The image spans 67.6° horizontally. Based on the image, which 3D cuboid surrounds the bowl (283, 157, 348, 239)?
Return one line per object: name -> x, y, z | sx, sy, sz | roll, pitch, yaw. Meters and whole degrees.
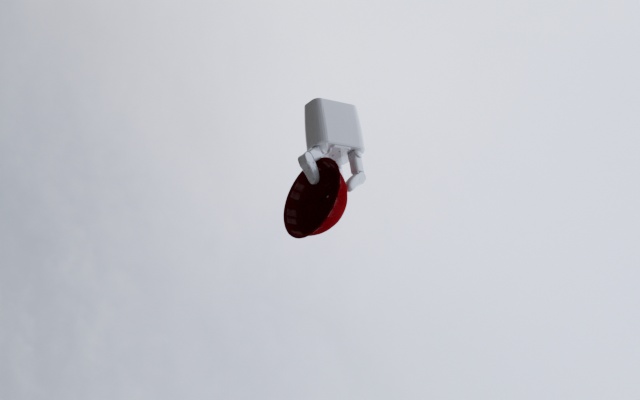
bowl -> 0.000, 0.004, 0.894 | 0.055, 0.162, 0.162 | 27, -15, -33
